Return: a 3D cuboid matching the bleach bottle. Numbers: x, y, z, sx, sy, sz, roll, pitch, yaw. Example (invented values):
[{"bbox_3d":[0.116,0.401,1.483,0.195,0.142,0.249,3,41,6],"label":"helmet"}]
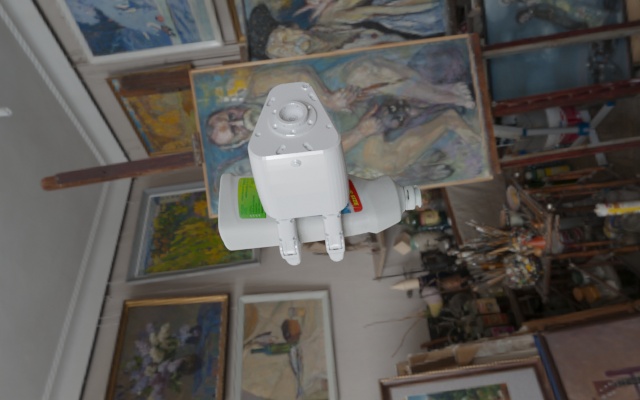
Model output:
[{"bbox_3d":[0.000,0.002,0.615,0.251,0.102,0.068,-7,-36,2],"label":"bleach bottle"}]
